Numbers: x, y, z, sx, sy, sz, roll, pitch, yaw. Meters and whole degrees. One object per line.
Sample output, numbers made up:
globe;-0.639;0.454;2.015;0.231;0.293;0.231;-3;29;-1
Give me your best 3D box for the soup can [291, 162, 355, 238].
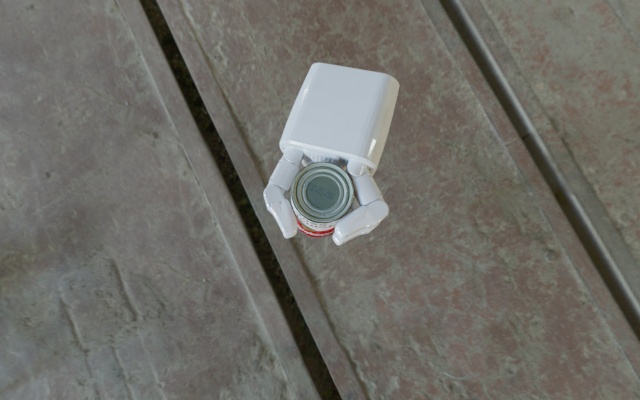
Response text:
soup can;0.000;0.002;0.539;0.068;0.068;0.102;0;-13;-3
